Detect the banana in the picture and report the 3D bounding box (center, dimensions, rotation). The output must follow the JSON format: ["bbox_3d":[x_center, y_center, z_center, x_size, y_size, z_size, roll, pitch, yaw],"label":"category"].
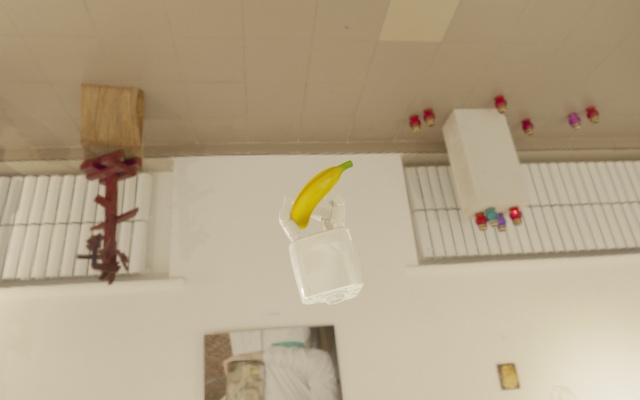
[{"bbox_3d":[-0.014,0.002,0.840,0.069,0.037,0.198,-3,-32,-35],"label":"banana"}]
